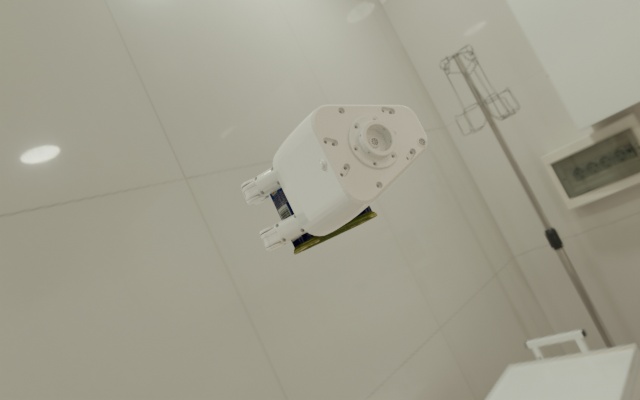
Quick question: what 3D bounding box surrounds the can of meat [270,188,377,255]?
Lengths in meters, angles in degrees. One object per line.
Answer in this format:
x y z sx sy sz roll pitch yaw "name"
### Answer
0.000 0.001 0.542 0.102 0.084 0.057 -23 -7 -25 "can of meat"
